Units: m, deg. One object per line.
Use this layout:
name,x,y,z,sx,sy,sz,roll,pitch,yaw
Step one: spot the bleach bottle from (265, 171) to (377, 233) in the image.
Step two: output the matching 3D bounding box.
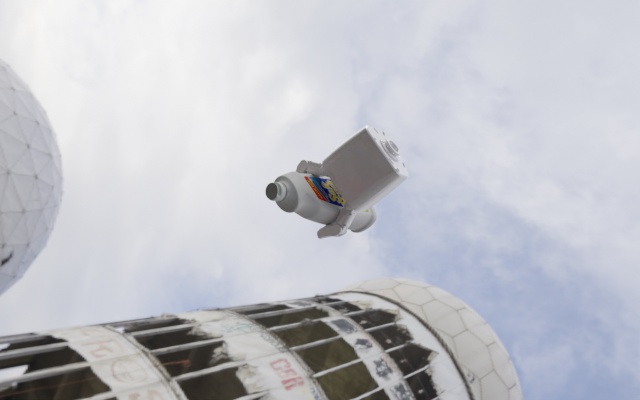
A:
bleach bottle,0.000,0.003,0.863,0.068,0.102,0.251,-37,-26,28
